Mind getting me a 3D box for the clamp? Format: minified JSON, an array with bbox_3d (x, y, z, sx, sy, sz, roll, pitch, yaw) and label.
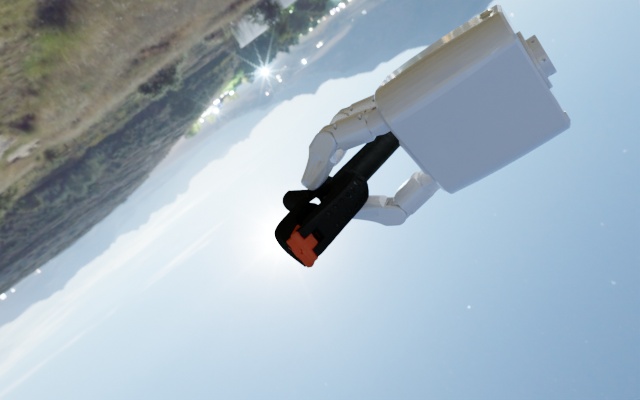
[{"bbox_3d":[0.001,0.002,0.447,0.164,0.036,0.210,-33,13,30],"label":"clamp"}]
